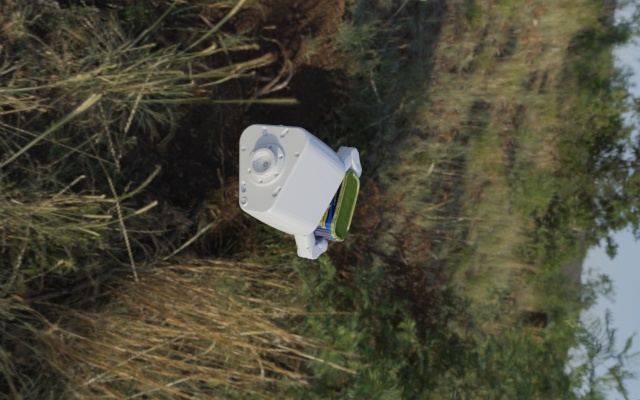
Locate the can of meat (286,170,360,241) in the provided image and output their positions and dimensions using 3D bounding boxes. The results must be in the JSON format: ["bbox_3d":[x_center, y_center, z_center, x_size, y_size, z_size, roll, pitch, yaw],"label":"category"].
[{"bbox_3d":[0.000,0.002,0.665,0.084,0.102,0.057,8,-14,26],"label":"can of meat"}]
